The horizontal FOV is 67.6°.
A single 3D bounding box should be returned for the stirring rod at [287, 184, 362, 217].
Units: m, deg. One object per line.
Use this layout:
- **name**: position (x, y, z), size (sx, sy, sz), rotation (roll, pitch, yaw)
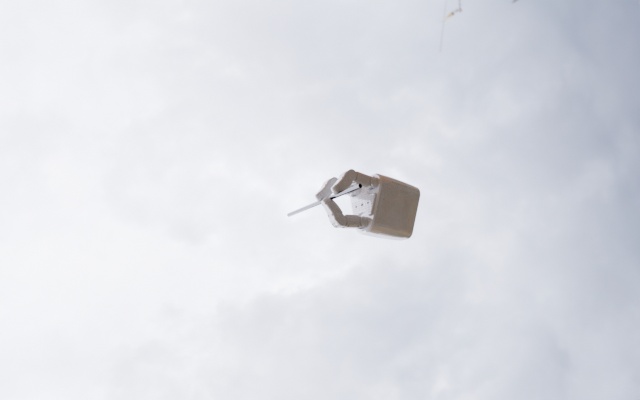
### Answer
- **stirring rod**: position (0.000, 0.003, 0.884), size (0.011, 0.011, 0.239), rotation (0, -13, -34)
